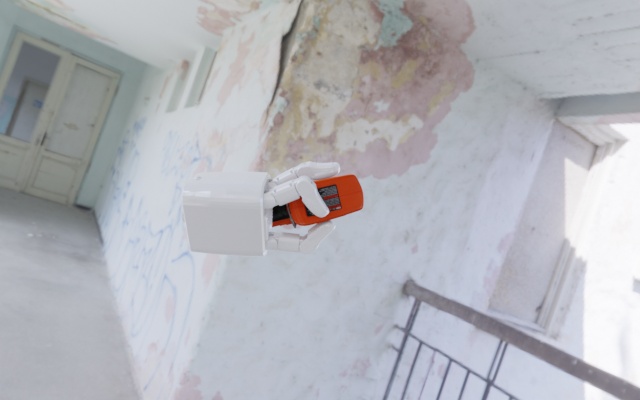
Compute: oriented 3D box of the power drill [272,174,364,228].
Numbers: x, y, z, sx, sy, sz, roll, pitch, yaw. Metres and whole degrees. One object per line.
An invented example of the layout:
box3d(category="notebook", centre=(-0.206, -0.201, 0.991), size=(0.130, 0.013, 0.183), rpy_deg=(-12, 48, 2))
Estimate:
box3d(category="power drill", centre=(0.000, 0.002, 0.735), size=(0.184, 0.057, 0.187), rpy_deg=(-16, -1, -16))
